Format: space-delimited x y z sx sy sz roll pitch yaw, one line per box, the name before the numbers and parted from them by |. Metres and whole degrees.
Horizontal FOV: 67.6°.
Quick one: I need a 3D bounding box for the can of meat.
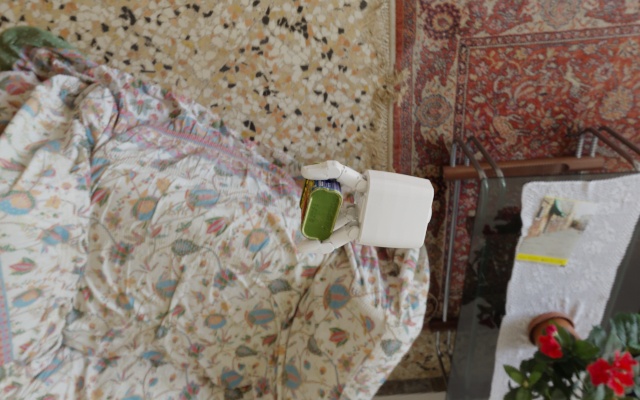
can of meat | 0.000 0.003 0.771 0.057 0.102 0.084 10 31 -9
